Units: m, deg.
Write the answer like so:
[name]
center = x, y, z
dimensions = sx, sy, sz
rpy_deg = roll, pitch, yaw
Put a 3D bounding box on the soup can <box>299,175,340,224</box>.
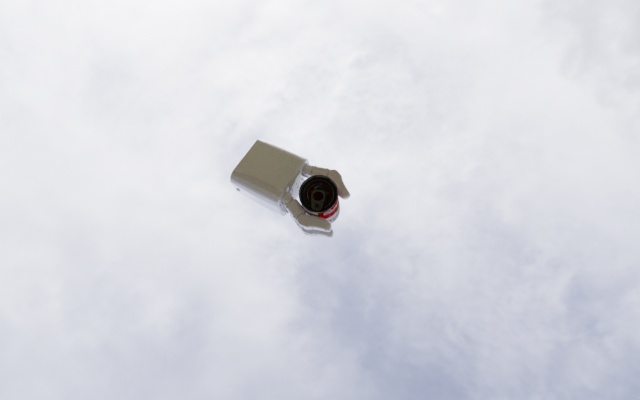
[soup can]
center = 0.001, 0.003, 0.859
dimensions = 0.068, 0.068, 0.102
rpy_deg = 0, -17, 5
